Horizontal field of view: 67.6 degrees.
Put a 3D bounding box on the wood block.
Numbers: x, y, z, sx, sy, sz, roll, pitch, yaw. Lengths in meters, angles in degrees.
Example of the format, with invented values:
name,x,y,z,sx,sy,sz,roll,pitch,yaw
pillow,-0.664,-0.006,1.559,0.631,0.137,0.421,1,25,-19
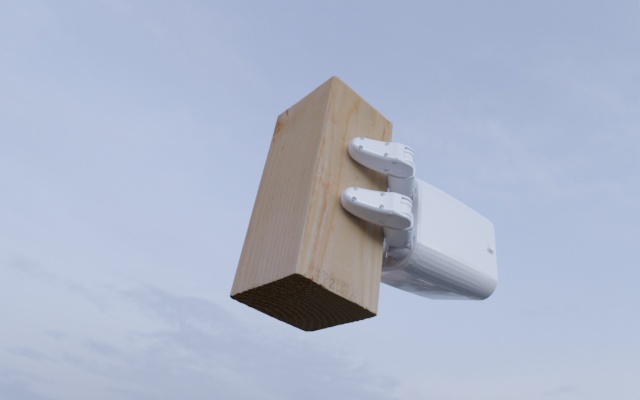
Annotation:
name,x,y,z,sx,sy,sz,roll,pitch,yaw
wood block,0.000,0.002,0.440,0.090,0.206,0.091,33,-40,-30
